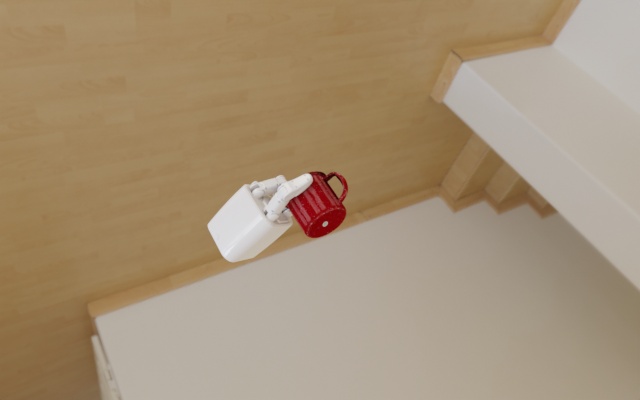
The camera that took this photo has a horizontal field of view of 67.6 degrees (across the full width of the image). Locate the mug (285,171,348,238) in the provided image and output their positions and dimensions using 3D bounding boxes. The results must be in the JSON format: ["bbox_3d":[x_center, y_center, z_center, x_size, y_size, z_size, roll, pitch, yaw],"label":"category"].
[{"bbox_3d":[0.001,0.002,0.818,0.117,0.081,0.093,-42,-30,14],"label":"mug"}]
